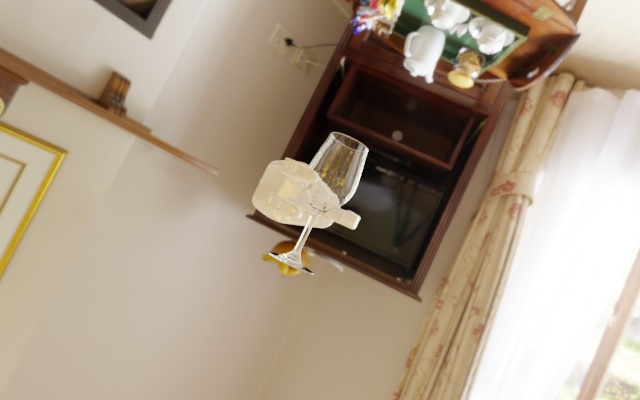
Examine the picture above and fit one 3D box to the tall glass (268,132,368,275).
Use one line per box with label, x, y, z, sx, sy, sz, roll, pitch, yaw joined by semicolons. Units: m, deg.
tall glass;0.000;0.003;0.699;0.079;0.201;0.079;26;-4;2
